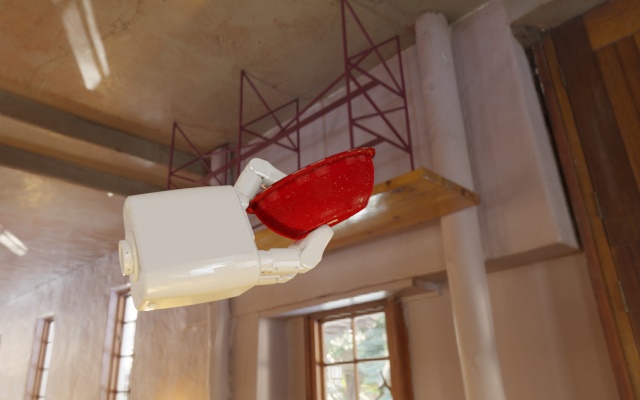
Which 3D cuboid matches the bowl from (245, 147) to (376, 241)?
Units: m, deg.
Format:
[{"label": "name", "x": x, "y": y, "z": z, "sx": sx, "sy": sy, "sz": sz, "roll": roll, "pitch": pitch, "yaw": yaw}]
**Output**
[{"label": "bowl", "x": 0.001, "y": 0.002, "z": 0.539, "sx": 0.162, "sy": 0.055, "sz": 0.162, "roll": -25, "pitch": -8, "yaw": -4}]
